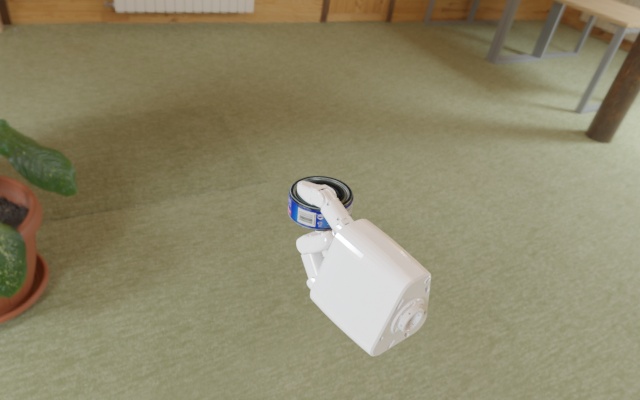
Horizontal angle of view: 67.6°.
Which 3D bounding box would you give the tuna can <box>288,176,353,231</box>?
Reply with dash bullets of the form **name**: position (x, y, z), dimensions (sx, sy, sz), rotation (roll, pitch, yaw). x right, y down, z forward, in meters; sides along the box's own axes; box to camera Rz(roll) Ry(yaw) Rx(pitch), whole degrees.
- **tuna can**: position (0.000, 0.002, 0.629), dimensions (0.086, 0.034, 0.086), rotation (3, 33, -2)
